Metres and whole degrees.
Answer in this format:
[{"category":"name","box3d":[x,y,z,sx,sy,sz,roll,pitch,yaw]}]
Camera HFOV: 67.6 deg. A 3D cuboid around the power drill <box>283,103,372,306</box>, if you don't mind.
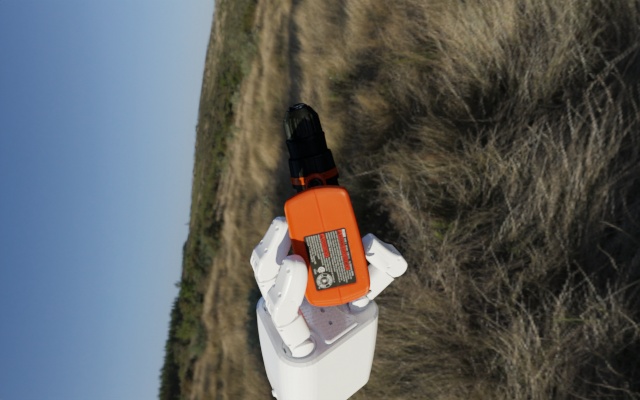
[{"category":"power drill","box3d":[0.000,0.002,0.465,0.057,0.184,0.187,-15,15,3]}]
